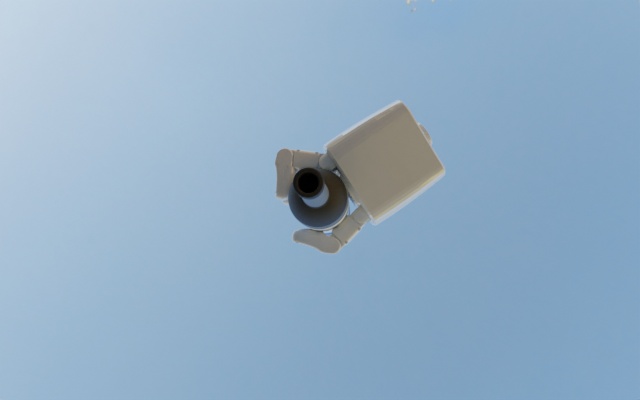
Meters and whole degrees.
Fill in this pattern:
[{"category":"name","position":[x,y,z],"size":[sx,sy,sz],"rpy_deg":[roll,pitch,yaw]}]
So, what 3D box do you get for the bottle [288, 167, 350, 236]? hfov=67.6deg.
[{"category":"bottle","position":[0.000,0.002,0.562],"size":[0.069,0.069,0.296],"rpy_deg":[0,-7,4]}]
